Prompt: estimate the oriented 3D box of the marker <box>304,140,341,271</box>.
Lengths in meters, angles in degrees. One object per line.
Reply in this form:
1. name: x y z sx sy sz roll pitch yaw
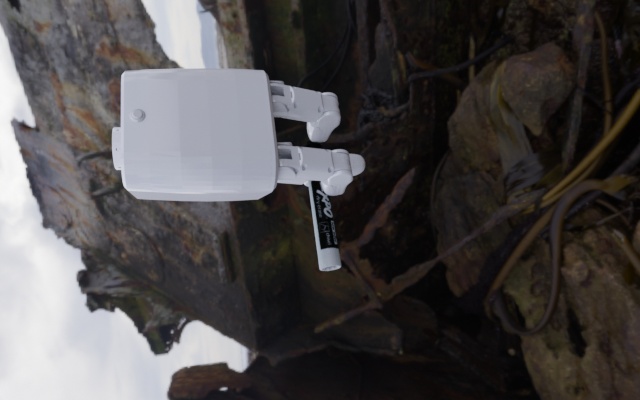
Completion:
1. marker: 0.000 0.001 0.423 0.020 0.121 0.020 -7 -20 -3
